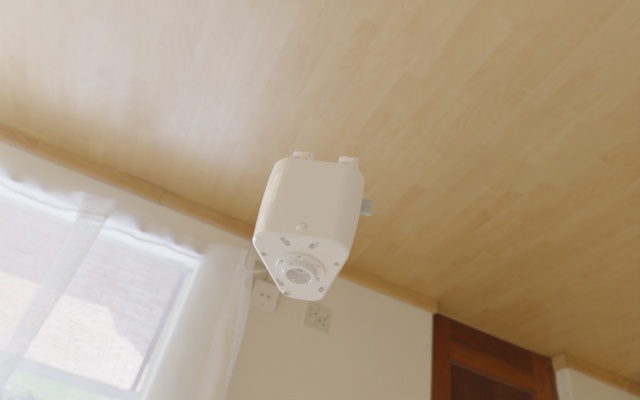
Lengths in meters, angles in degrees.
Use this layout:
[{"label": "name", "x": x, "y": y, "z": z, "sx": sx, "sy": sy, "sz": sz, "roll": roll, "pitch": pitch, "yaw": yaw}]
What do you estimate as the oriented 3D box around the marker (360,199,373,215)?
[{"label": "marker", "x": 0.000, "y": 0.002, "z": 0.560, "sx": 0.121, "sy": 0.020, "sz": 0.020, "roll": 6, "pitch": 1, "yaw": 7}]
